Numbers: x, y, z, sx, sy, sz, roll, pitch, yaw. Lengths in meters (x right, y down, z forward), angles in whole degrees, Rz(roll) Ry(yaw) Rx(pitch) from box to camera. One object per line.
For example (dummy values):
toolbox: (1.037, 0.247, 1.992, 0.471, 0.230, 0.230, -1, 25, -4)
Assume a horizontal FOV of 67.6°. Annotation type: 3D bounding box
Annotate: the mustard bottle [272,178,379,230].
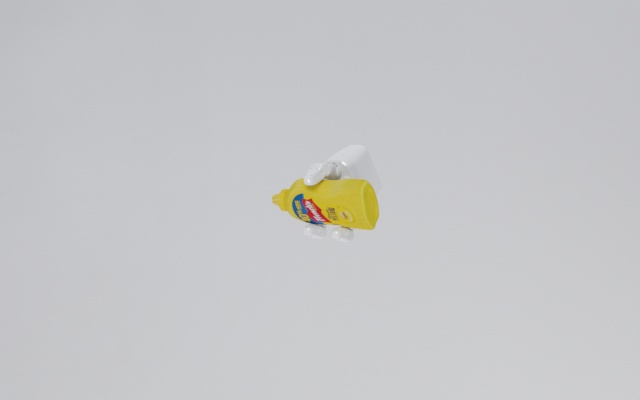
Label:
mustard bottle: (0.000, 0.003, 0.826, 0.191, 0.058, 0.096, 4, -40, 28)
